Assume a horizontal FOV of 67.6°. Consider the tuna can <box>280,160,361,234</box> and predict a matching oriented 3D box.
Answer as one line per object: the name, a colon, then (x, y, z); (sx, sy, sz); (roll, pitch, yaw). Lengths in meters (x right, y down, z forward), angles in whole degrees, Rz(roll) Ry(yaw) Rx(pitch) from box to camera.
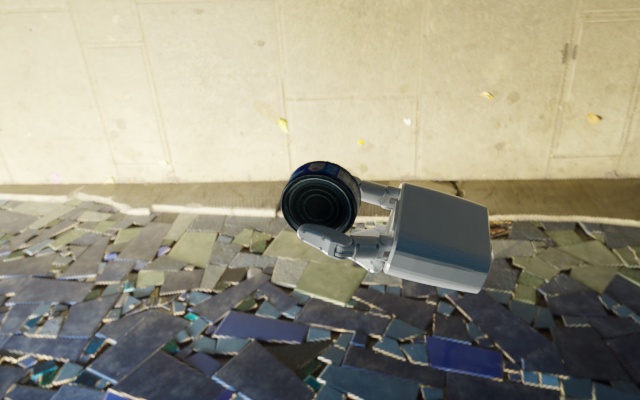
tuna can: (0.000, 0.002, 0.522); (0.086, 0.086, 0.033); (0, 28, 13)
